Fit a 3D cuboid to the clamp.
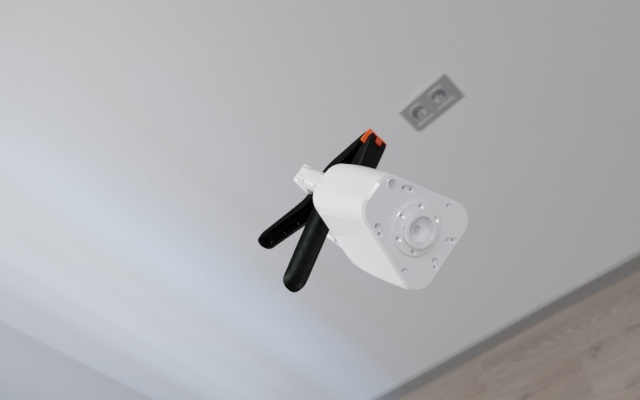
[{"bbox_3d":[0.000,0.001,0.586,0.036,0.210,0.164,40,-8,-23],"label":"clamp"}]
